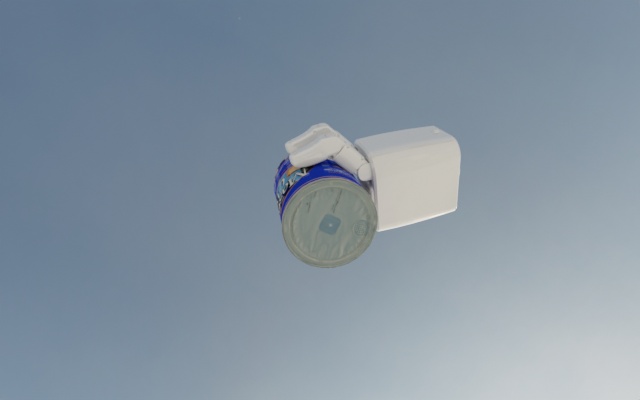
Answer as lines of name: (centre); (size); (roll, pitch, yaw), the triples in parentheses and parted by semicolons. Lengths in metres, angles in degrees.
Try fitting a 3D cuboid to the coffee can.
coffee can: (0.000, 0.002, 0.565); (0.103, 0.103, 0.140); (0, 21, -9)
